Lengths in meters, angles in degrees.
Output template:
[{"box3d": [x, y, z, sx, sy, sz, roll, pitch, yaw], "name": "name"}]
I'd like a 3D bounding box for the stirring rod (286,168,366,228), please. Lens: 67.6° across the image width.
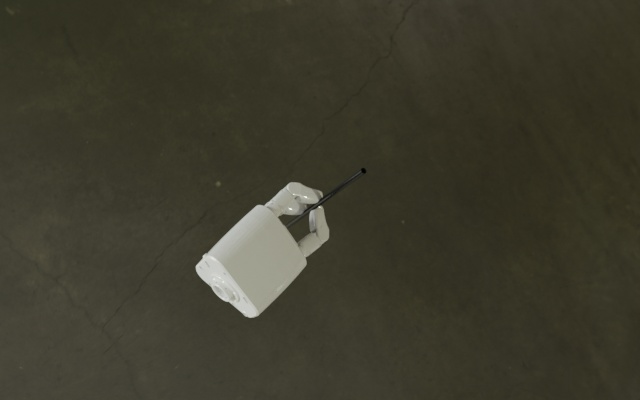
[{"box3d": [0.000, 0.002, 0.702, 0.011, 0.011, 0.239, 0, -19, -29], "name": "stirring rod"}]
